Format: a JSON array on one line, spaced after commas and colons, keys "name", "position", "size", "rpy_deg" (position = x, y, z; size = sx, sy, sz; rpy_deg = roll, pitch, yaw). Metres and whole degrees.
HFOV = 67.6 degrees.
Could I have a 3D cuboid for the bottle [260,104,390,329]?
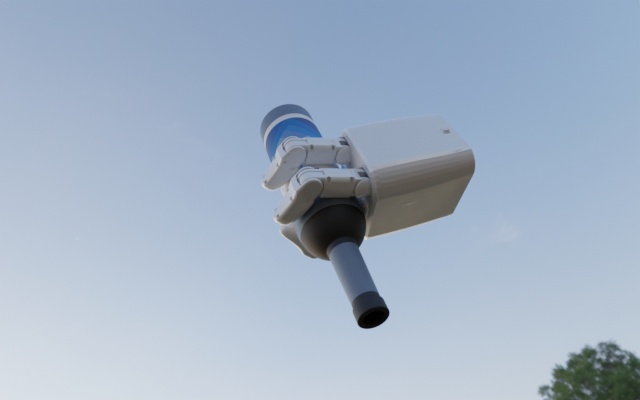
[{"name": "bottle", "position": [0.000, 0.001, 0.481], "size": [0.069, 0.069, 0.295], "rpy_deg": [0, 38, -21]}]
